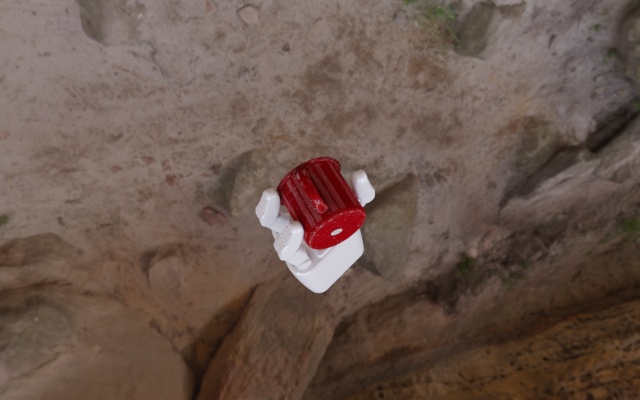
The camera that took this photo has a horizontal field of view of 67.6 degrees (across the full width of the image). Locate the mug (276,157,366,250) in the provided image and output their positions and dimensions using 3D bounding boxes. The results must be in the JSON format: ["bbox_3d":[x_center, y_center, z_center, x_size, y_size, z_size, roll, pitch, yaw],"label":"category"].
[{"bbox_3d":[0.000,0.001,0.579,0.093,0.081,0.117,-31,-28,0],"label":"mug"}]
